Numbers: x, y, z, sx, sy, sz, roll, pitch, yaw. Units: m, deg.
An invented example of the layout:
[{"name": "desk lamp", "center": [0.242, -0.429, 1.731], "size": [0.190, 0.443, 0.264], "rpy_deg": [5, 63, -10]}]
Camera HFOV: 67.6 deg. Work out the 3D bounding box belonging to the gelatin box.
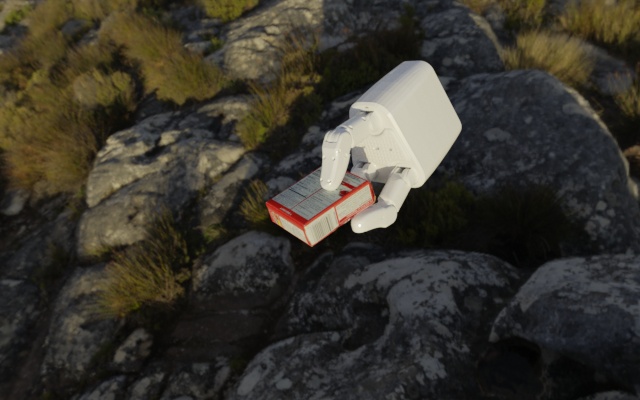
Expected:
[{"name": "gelatin box", "center": [0.000, 0.001, 0.495], "size": [0.089, 0.030, 0.073], "rpy_deg": [-34, 36, -23]}]
